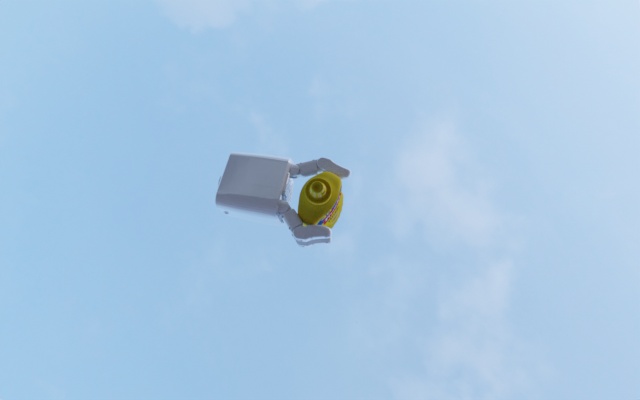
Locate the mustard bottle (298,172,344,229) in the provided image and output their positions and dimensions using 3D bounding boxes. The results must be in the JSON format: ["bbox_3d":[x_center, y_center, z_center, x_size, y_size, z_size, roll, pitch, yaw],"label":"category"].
[{"bbox_3d":[0.000,0.003,0.792,0.058,0.096,0.192,32,-10,11],"label":"mustard bottle"}]
